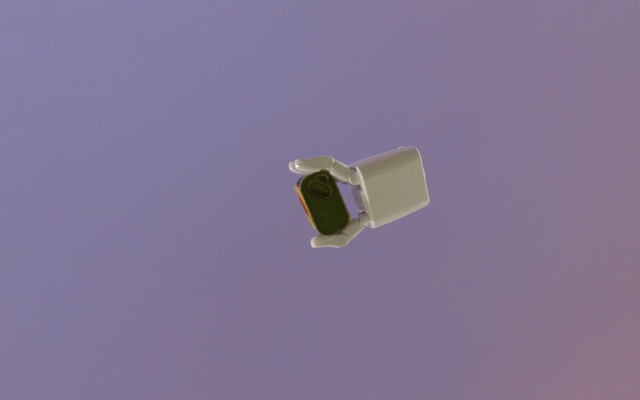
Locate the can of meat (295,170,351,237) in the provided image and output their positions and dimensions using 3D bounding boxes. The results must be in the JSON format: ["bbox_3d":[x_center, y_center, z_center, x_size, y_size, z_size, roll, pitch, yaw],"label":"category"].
[{"bbox_3d":[0.000,0.003,0.780,0.057,0.102,0.084,-24,7,-9],"label":"can of meat"}]
